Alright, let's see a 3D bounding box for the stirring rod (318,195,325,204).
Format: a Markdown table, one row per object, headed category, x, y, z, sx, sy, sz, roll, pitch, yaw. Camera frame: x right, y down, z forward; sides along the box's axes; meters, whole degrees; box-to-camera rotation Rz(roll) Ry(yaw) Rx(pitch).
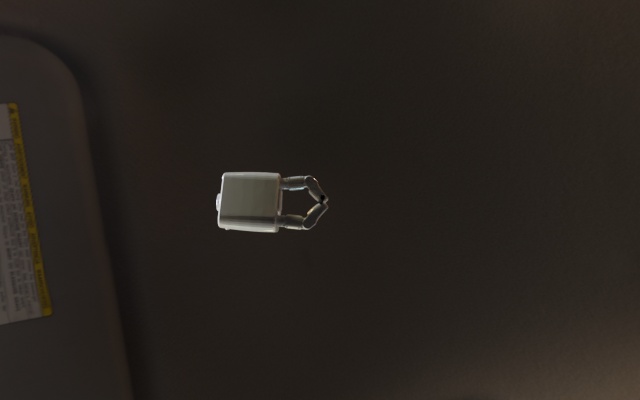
| category | x | y | z | sx | sy | sz | roll | pitch | yaw |
| --- | --- | --- | --- | --- | --- | --- | --- | --- | --- |
| stirring rod | 0.000 | 0.003 | 0.878 | 0.011 | 0.011 | 0.239 | 0 | -4 | -2 |
